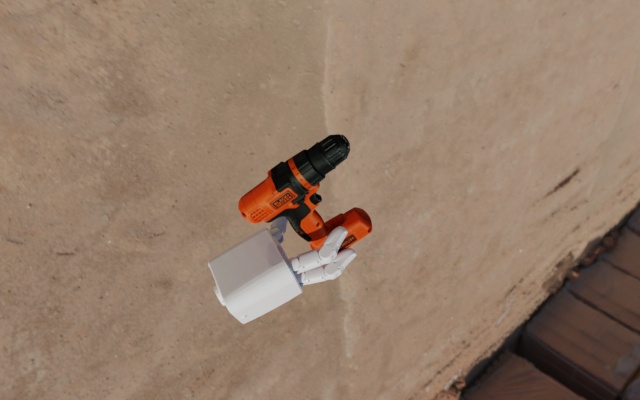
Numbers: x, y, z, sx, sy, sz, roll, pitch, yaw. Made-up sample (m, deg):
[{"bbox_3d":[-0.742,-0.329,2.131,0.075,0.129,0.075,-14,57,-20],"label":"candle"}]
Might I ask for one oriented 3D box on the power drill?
[{"bbox_3d":[0.000,0.003,0.712,0.184,0.057,0.188,-33,-48,16],"label":"power drill"}]
